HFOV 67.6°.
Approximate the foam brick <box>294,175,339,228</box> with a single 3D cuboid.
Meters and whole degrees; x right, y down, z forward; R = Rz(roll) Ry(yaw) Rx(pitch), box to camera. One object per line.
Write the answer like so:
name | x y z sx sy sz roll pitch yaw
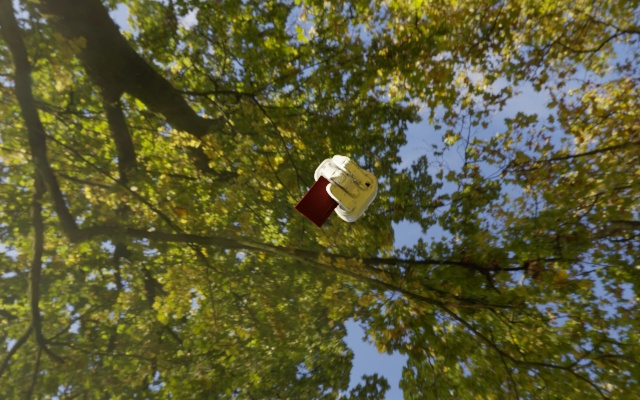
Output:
foam brick | 0.000 0.003 0.862 0.053 0.078 0.051 39 -3 12
